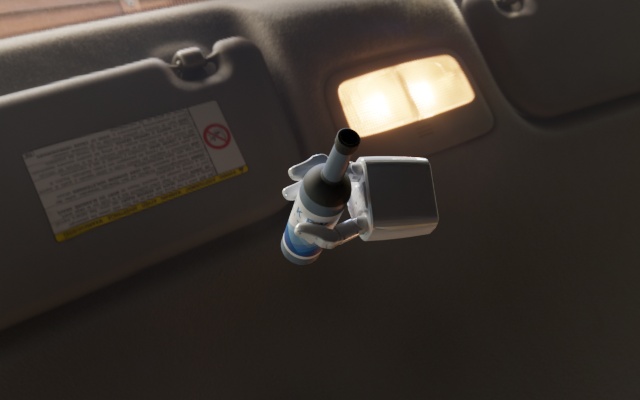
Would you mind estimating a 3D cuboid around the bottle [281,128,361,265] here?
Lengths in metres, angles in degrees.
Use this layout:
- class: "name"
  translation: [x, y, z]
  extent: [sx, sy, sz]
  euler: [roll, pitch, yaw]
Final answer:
- class: "bottle"
  translation: [0.000, 0.002, 0.657]
  extent: [0.069, 0.069, 0.296]
  euler: [0, -30, -14]
